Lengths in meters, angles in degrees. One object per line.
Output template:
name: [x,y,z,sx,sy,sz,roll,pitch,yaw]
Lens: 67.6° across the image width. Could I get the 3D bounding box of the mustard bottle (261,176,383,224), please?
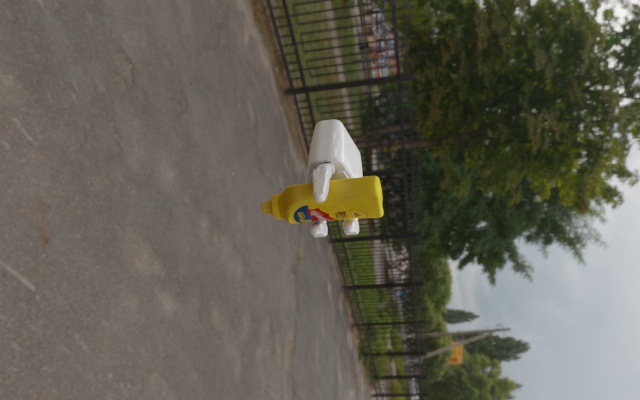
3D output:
mustard bottle: [0.000,0.003,0.753,0.191,0.058,0.096,-5,-19,10]
